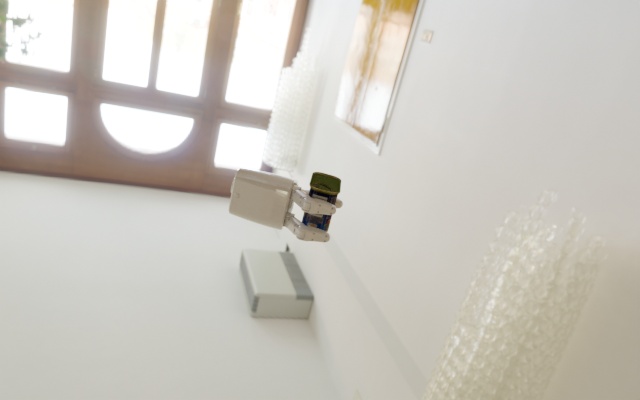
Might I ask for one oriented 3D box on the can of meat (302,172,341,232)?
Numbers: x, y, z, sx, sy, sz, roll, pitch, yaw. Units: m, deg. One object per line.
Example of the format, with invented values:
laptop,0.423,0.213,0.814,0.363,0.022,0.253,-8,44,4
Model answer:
can of meat,0.000,0.003,0.894,0.057,0.084,0.102,15,20,-1
